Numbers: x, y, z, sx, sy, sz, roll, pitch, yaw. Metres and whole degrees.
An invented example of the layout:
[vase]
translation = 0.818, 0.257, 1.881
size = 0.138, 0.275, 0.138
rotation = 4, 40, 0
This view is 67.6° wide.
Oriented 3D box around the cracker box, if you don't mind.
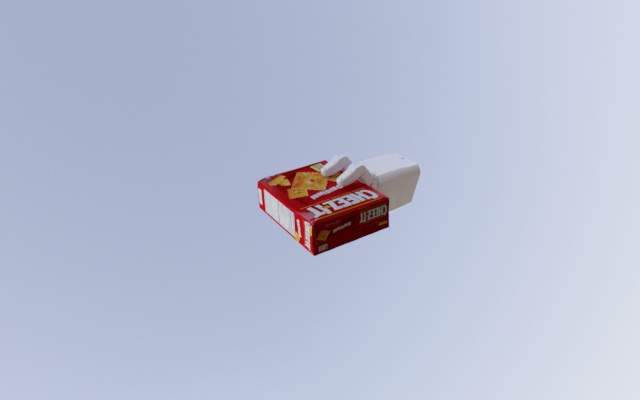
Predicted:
[cracker box]
translation = 0.000, 0.003, 0.897
size = 0.164, 0.072, 0.213
rotation = -19, 31, -27
